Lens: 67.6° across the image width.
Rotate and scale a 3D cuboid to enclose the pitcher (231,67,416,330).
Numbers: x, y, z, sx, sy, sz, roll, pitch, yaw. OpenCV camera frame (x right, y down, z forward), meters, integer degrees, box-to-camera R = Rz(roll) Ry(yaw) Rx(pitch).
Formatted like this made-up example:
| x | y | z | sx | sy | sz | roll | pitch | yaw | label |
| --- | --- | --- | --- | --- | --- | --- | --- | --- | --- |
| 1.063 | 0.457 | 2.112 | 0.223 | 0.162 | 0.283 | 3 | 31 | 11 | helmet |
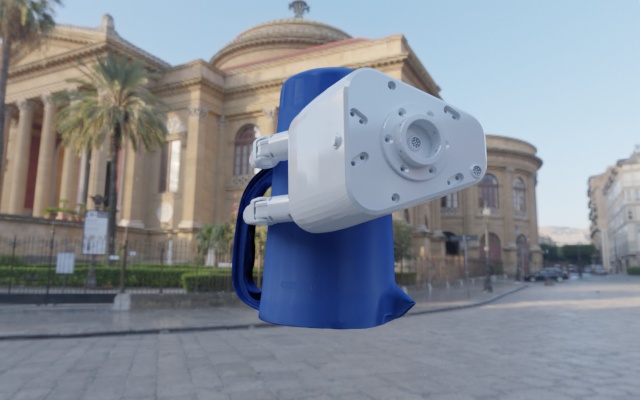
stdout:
| x | y | z | sx | sy | sz | roll | pitch | yaw | label |
| --- | --- | --- | --- | --- | --- | --- | --- | --- | --- |
| 0.000 | 0.002 | 0.476 | 0.149 | 0.243 | 0.145 | 4 | -8 | -21 | pitcher |
